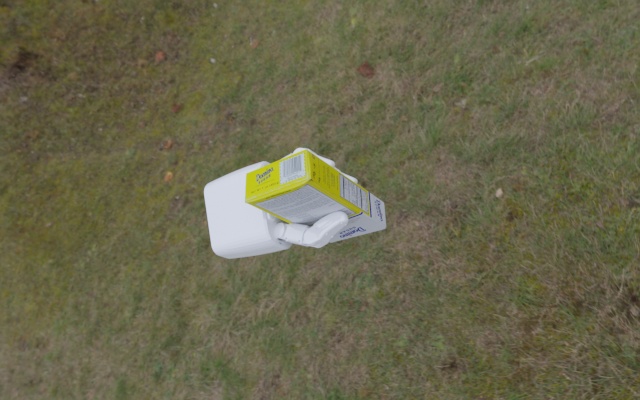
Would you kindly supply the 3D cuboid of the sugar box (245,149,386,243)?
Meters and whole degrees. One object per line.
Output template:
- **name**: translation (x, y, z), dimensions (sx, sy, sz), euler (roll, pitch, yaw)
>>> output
- **sugar box**: translation (0.000, 0.001, 0.594), dimensions (0.093, 0.048, 0.176), euler (-17, -27, 30)
